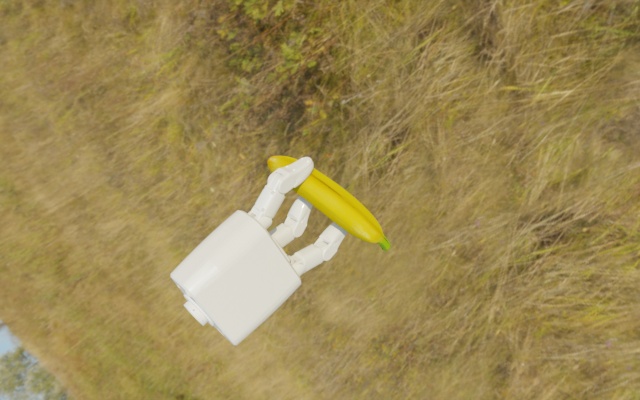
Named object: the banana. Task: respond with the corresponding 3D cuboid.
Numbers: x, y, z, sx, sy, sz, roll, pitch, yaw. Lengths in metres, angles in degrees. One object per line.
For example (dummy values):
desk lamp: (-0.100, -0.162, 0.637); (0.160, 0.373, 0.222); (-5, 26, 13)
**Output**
banana: (0.003, -0.004, 0.586); (0.197, 0.037, 0.070); (38, -19, 16)
